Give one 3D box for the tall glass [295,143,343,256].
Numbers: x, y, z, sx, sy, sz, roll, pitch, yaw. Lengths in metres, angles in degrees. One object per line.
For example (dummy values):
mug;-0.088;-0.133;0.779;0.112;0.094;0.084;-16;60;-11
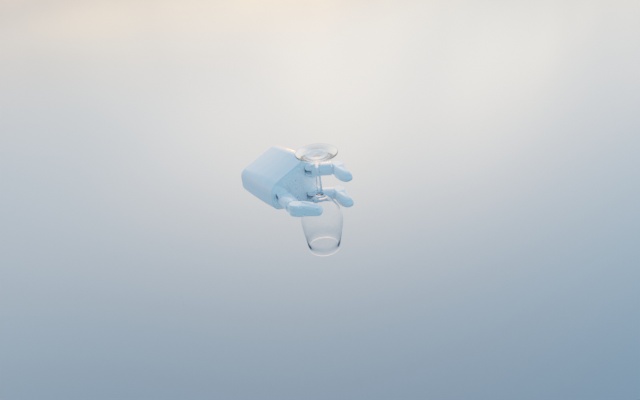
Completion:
tall glass;0.000;0.002;0.864;0.079;0.201;0.079;-4;31;2
